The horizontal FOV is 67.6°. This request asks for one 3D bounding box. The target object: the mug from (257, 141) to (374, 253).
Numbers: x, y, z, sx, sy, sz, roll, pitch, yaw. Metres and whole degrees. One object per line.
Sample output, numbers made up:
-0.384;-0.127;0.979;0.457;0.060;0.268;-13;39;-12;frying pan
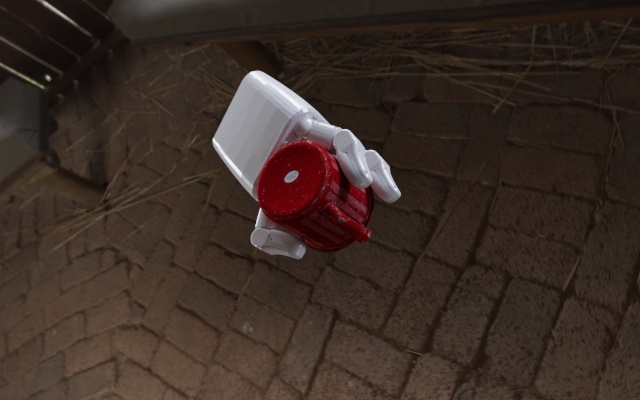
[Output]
0.001;0.002;0.452;0.117;0.093;0.081;43;5;37;mug
